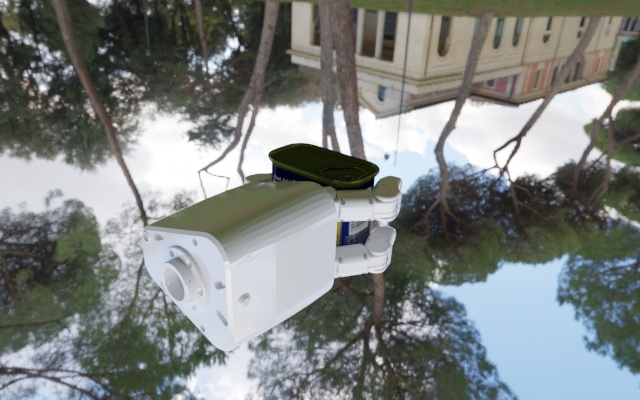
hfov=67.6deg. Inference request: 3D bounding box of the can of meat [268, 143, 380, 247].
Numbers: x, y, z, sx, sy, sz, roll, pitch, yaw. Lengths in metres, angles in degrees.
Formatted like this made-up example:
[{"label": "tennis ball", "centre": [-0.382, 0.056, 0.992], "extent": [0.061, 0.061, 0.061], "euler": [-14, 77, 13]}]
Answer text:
[{"label": "can of meat", "centre": [0.000, 0.002, 0.443], "extent": [0.102, 0.084, 0.057], "euler": [21, 31, 33]}]
